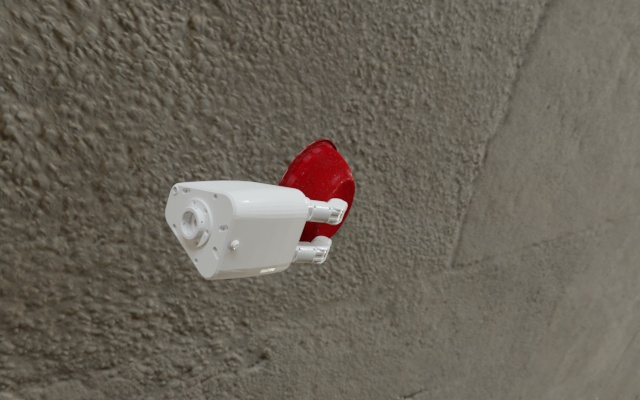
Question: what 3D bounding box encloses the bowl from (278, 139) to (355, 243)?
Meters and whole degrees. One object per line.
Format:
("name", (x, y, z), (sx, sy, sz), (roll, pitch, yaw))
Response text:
("bowl", (0.001, 0.002, 0.644), (0.055, 0.162, 0.162), (26, 11, 23))
